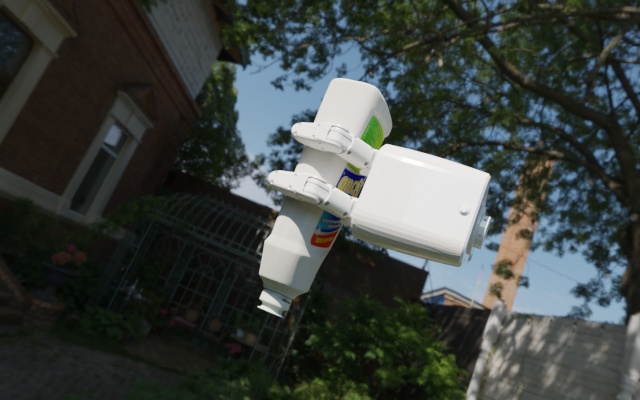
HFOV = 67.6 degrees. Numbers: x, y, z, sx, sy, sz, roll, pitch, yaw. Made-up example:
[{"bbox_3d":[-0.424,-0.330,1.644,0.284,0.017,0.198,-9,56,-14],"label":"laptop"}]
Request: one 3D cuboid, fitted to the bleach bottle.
[{"bbox_3d":[0.000,0.002,0.509,0.068,0.250,0.103,17,-14,22],"label":"bleach bottle"}]
